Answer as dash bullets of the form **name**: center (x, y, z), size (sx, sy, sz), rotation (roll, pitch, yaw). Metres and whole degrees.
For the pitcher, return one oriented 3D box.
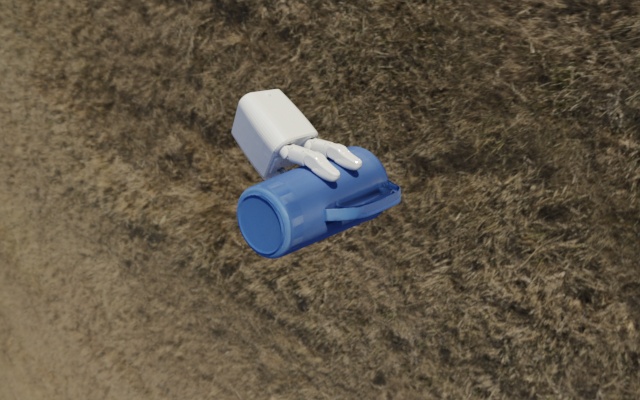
- **pitcher**: center (0.000, 0.002, 0.741), size (0.243, 0.145, 0.149), rotation (-23, -18, -47)
